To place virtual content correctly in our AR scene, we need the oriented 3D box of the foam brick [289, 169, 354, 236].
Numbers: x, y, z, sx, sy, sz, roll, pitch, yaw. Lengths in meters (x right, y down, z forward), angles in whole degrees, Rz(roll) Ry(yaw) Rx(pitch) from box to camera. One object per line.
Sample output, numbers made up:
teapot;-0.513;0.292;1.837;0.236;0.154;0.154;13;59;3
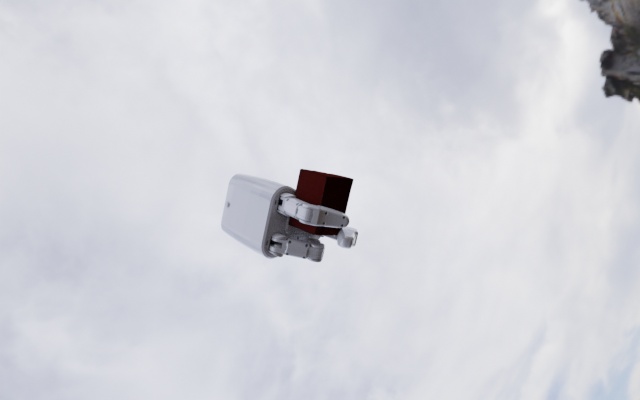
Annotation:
foam brick;0.000;0.002;0.618;0.051;0.078;0.053;20;10;43
